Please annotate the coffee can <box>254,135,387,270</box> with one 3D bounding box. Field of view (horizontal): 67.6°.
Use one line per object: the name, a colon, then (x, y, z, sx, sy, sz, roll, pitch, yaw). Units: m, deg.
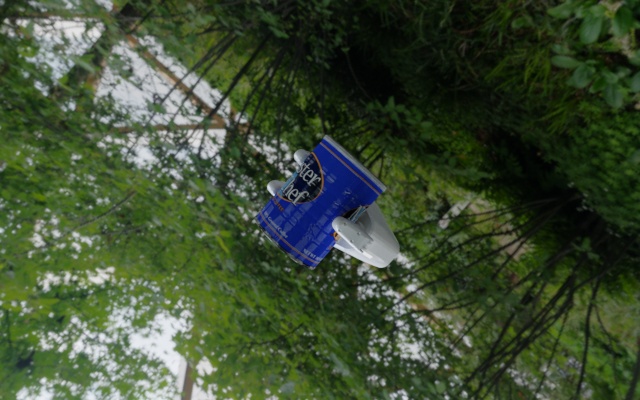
coffee can: (0.000, 0.002, 0.609, 0.103, 0.140, 0.103, 41, 5, -4)
